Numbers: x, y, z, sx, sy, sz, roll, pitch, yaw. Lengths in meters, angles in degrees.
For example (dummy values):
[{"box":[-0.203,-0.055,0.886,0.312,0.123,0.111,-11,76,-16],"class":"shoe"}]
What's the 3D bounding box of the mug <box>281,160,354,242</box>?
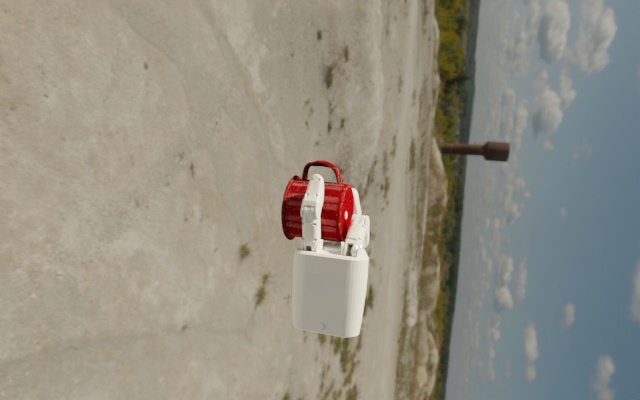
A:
[{"box":[0.000,0.001,0.670,0.081,0.117,0.093,6,6,16],"class":"mug"}]
